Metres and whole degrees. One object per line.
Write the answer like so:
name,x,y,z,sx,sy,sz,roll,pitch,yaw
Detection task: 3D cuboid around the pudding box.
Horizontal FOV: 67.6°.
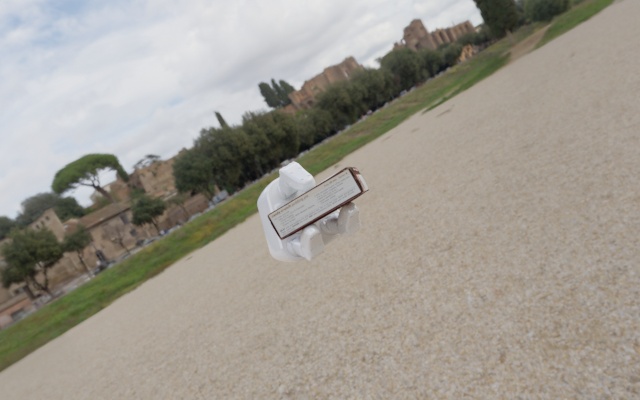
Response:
pudding box,0.000,0.002,0.573,0.113,0.039,0.090,-32,-1,9
